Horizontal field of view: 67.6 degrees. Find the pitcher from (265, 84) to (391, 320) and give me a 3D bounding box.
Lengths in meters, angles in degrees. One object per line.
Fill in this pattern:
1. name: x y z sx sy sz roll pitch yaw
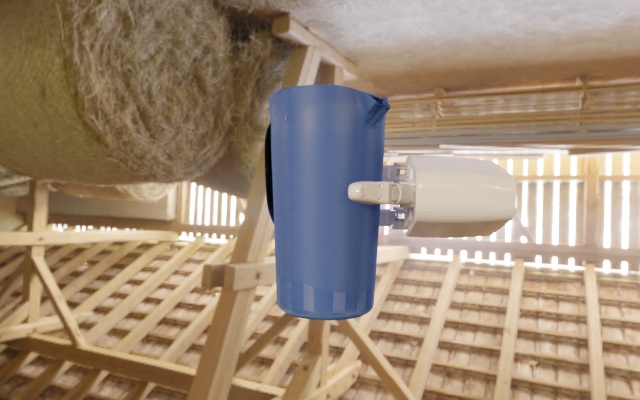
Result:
1. pitcher: 0.000 0.002 0.539 0.145 0.243 0.149 1 -1 0
